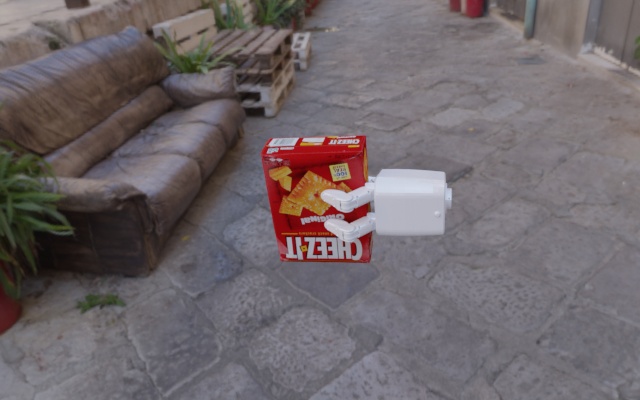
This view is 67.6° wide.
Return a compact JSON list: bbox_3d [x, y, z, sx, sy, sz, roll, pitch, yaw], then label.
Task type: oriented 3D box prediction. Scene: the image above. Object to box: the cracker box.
[{"bbox_3d":[0.000,0.002,0.799,0.164,0.214,0.072,0,30,12],"label":"cracker box"}]
